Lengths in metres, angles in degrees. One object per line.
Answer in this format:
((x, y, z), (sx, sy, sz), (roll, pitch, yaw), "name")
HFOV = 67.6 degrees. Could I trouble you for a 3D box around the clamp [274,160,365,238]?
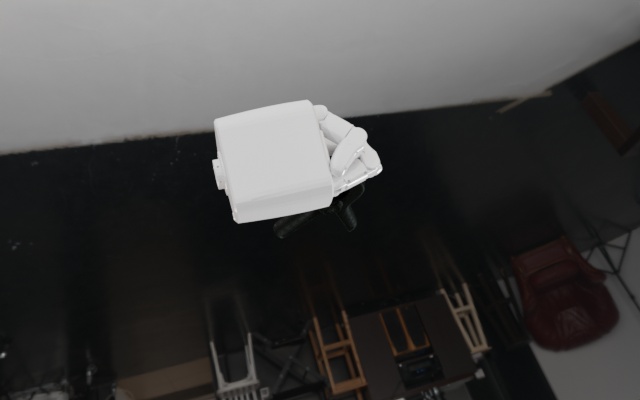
((0.000, 0.002, 0.615), (0.120, 0.039, 0.172), (-14, -30, -14), "clamp")
